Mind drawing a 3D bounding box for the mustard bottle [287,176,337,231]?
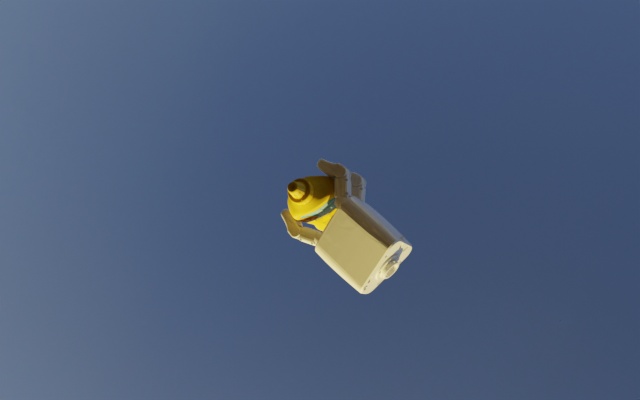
[{"bbox_3d":[0.000,0.002,0.801,0.096,0.058,0.192,-29,-24,18],"label":"mustard bottle"}]
